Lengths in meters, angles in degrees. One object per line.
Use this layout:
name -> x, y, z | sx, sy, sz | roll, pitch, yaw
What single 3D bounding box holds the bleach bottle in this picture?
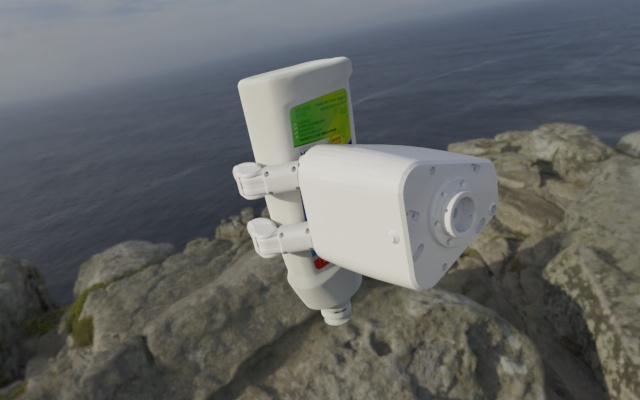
bleach bottle -> 0.000, 0.001, 0.454 | 0.102, 0.251, 0.068 | -25, 23, -33
